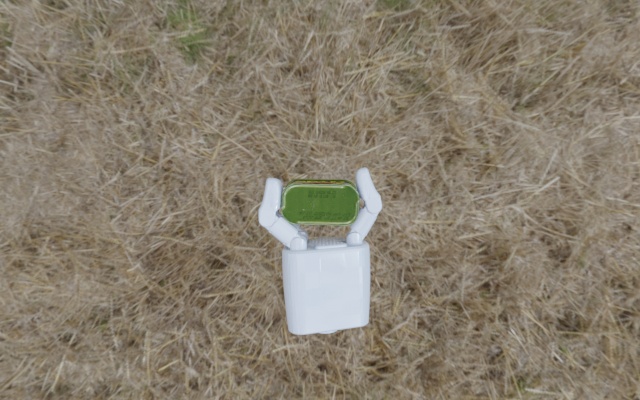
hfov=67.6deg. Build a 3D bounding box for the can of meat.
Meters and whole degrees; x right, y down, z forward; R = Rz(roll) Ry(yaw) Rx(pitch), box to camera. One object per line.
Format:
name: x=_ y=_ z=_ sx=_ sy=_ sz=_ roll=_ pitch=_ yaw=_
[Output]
can of meat: x=0.000 y=0.002 z=0.621 sx=0.102 sy=0.057 sz=0.084 roll=1 pitch=5 yaw=0
